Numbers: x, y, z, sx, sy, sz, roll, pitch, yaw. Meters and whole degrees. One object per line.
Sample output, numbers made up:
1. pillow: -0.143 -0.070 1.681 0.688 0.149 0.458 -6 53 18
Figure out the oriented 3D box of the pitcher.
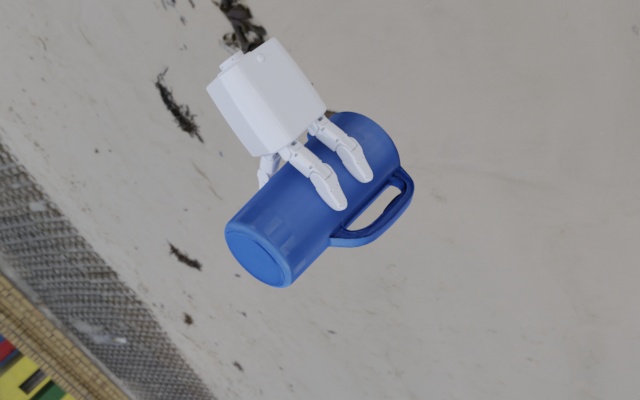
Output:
1. pitcher: 0.000 0.002 0.630 0.149 0.145 0.242 -11 29 53
